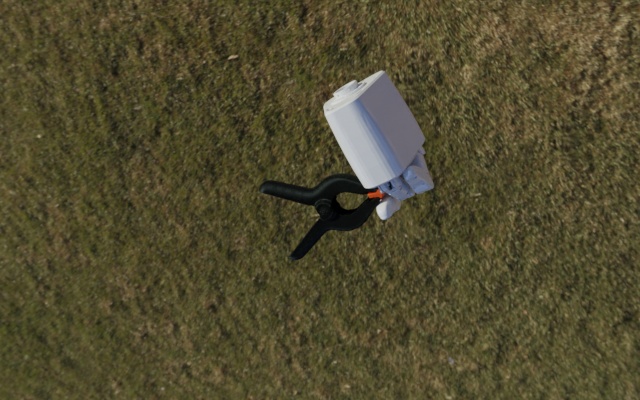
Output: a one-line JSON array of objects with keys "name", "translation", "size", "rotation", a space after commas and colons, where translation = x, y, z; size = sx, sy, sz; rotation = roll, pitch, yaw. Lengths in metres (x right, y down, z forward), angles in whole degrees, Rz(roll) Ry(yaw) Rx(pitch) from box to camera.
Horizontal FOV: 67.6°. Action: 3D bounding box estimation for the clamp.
[{"name": "clamp", "translation": [0.000, 0.002, 0.641], "size": [0.171, 0.120, 0.039], "rotation": [-27, 15, 22]}]
